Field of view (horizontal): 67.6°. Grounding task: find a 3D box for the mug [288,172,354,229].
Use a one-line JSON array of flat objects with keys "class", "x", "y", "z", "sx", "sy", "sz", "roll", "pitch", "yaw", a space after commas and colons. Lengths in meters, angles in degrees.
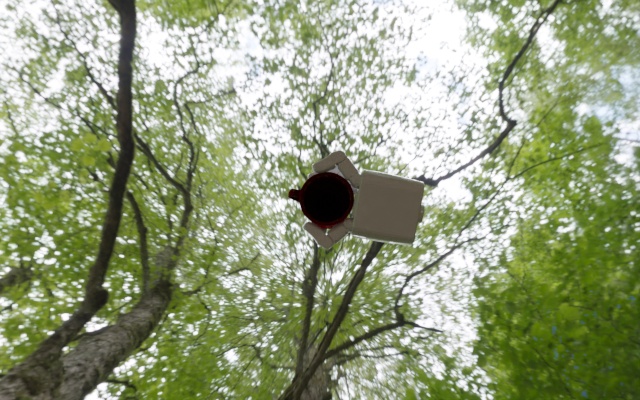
[{"class": "mug", "x": -0.001, "y": 0.003, "z": 0.841, "sx": 0.117, "sy": 0.093, "sz": 0.081, "roll": 11, "pitch": -11, "yaw": 5}]
